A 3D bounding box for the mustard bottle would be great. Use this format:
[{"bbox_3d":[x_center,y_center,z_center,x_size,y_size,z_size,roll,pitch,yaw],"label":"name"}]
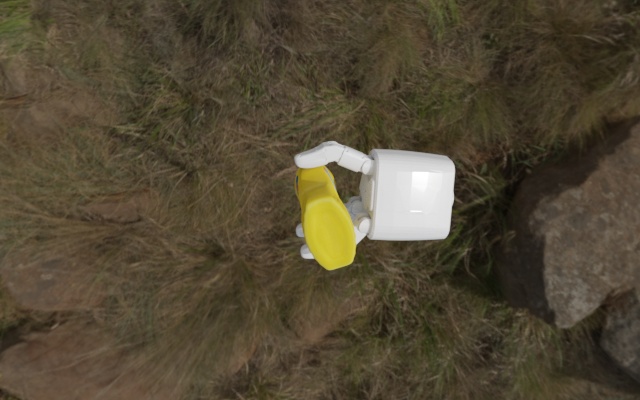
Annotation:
[{"bbox_3d":[0.000,0.002,0.623,0.058,0.096,0.191,-19,25,1],"label":"mustard bottle"}]
